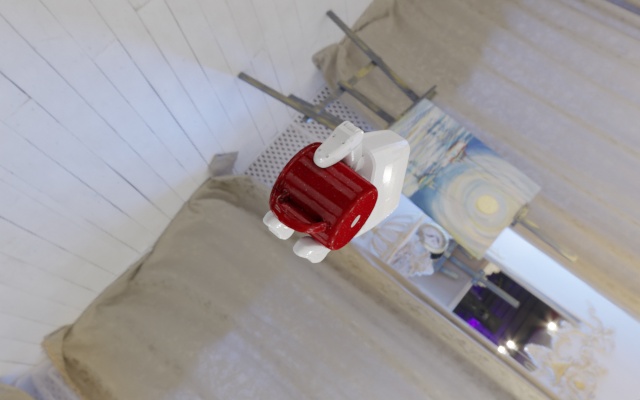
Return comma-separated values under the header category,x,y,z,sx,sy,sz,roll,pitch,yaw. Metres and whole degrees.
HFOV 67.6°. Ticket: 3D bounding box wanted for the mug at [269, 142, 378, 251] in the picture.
category,x,y,z,sx,sy,sz,roll,pitch,yaw
mug,-0.001,0.002,0.494,0.081,0.093,0.117,37,33,20
